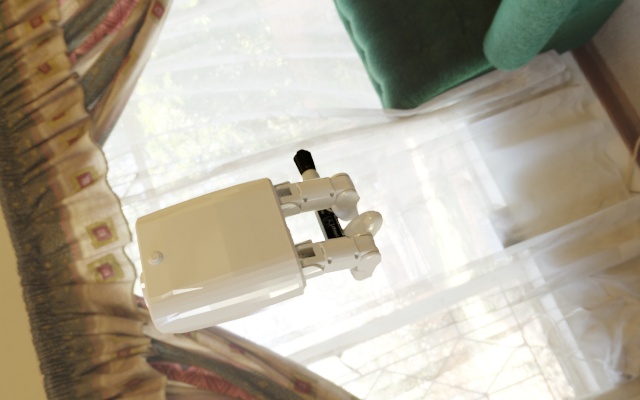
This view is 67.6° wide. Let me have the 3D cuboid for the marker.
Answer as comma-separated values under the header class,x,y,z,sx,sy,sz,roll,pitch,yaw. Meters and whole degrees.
class,x,y,z,sx,sy,sz,roll,pitch,yaw
marker,0.000,0.001,0.427,0.020,0.121,0.020,-16,-31,-10
